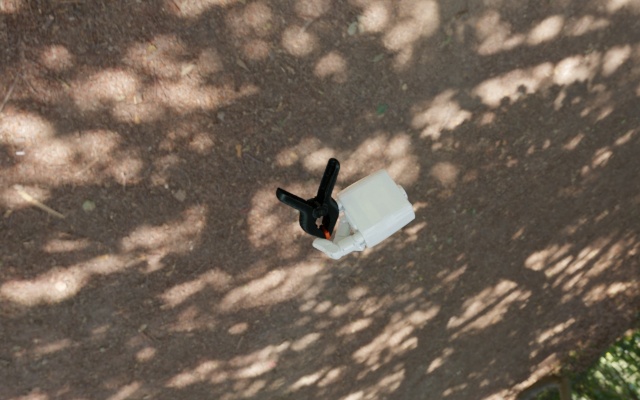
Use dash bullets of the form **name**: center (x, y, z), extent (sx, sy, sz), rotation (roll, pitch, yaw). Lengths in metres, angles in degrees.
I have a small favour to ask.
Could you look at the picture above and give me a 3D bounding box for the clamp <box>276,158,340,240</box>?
- **clamp**: center (0.000, 0.003, 0.842), extent (0.120, 0.039, 0.172), rotation (-31, -39, -3)
